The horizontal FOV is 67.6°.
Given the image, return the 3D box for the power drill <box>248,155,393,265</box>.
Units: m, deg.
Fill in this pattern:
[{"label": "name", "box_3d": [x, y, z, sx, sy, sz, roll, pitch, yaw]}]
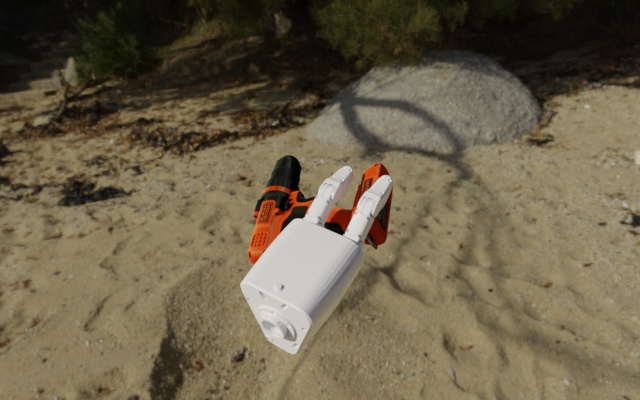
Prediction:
[{"label": "power drill", "box_3d": [0.000, 0.002, 0.645, 0.187, 0.184, 0.057, -9, -38, 27]}]
